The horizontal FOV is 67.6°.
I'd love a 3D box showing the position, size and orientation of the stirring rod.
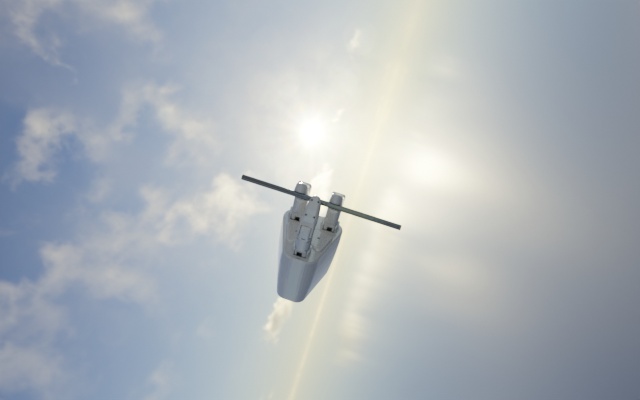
[{"bbox_3d":[0.000,0.002,0.688,0.239,0.011,0.011,18,1,4],"label":"stirring rod"}]
